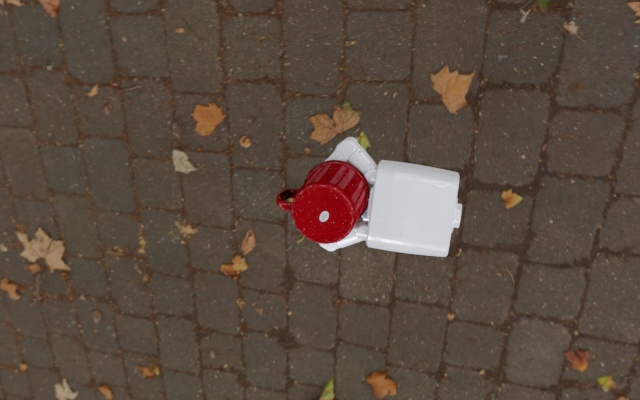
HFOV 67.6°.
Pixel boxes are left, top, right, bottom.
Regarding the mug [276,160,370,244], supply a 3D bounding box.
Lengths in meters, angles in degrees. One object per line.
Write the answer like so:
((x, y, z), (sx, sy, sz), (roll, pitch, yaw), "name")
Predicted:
((-0.001, 0.002, 0.610), (0.117, 0.093, 0.081), (8, 22, 12), "mug")
